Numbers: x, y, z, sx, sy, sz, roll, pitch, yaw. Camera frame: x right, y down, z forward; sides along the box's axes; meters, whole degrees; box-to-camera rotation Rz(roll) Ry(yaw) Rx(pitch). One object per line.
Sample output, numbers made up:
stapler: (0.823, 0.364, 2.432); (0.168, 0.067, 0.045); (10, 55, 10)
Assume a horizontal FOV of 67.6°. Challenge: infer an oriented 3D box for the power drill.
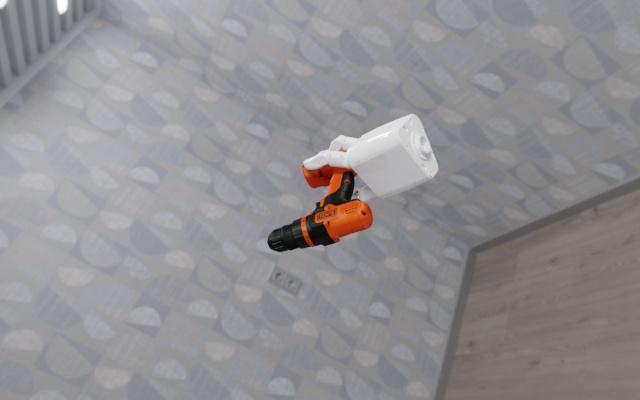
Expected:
power drill: (0.000, 0.002, 0.829); (0.184, 0.057, 0.187); (-16, 40, 17)
